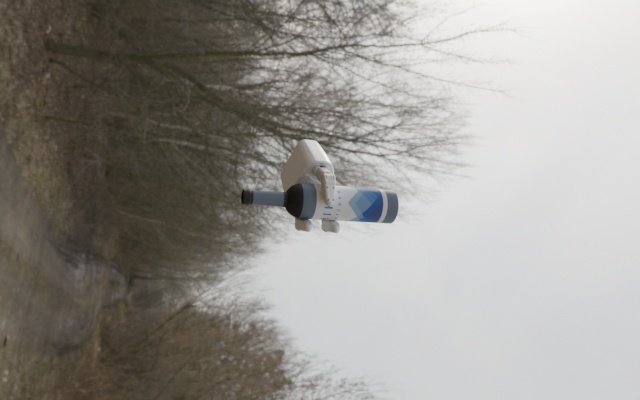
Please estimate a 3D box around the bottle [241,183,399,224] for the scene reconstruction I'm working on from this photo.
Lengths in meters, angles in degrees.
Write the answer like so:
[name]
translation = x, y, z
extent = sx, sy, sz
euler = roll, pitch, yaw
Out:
[bottle]
translation = 0.000, 0.003, 0.895
extent = 0.296, 0.069, 0.069
euler = 4, -1, -19
